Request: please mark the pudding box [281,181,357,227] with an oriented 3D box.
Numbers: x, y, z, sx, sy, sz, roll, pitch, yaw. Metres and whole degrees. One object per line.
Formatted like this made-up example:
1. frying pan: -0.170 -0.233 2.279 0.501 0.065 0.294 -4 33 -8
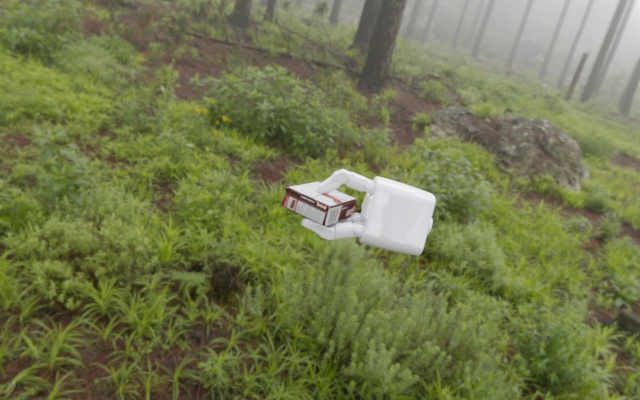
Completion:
1. pudding box: 0.000 0.003 0.830 0.090 0.039 0.113 24 16 23
